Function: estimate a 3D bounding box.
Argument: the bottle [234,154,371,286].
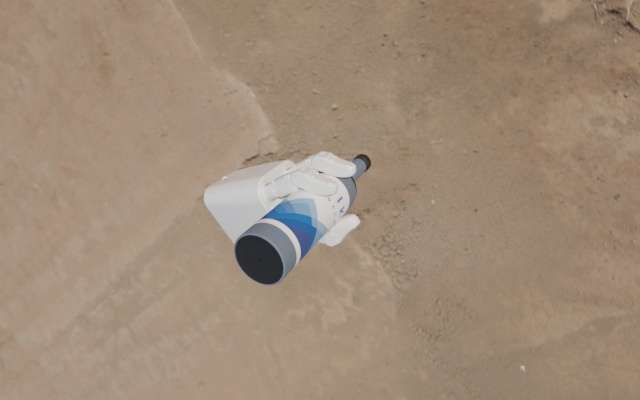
[{"bbox_3d":[0.000,0.002,0.629,0.069,0.069,0.295,0,25,30],"label":"bottle"}]
